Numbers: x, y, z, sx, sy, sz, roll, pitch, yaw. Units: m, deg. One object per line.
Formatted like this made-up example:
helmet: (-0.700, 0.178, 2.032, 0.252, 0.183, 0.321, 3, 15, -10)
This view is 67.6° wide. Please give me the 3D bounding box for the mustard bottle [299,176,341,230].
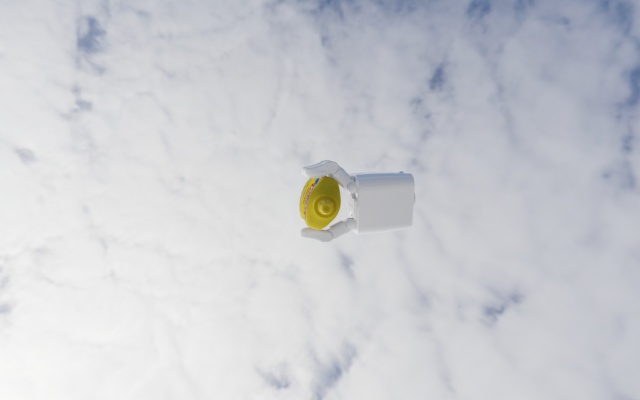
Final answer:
mustard bottle: (0.000, 0.003, 0.862, 0.058, 0.096, 0.191, 20, 3, -9)
